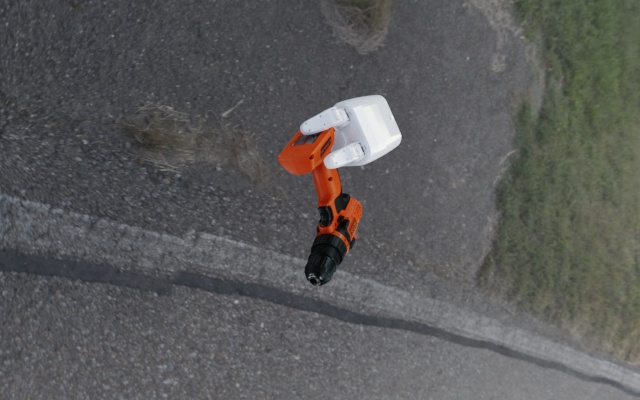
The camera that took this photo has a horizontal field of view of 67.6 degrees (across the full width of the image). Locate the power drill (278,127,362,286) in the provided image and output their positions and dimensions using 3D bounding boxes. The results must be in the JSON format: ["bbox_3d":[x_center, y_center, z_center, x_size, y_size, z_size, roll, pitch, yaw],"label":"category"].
[{"bbox_3d":[0.000,0.002,0.680,0.057,0.188,0.184,-4,32,22],"label":"power drill"}]
